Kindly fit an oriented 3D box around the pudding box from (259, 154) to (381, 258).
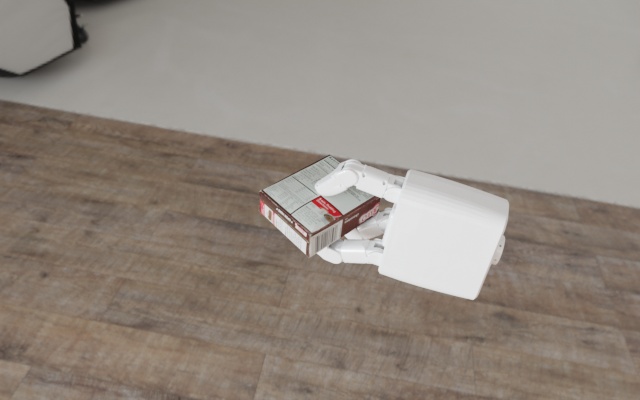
[{"bbox_3d":[0.000,0.002,0.546,0.113,0.039,0.090,-29,53,-33],"label":"pudding box"}]
